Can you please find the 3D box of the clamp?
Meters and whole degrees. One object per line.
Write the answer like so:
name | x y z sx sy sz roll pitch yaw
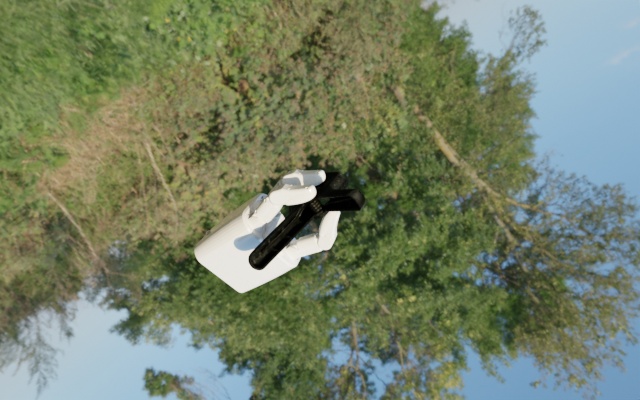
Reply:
clamp | 0.000 0.003 0.636 0.164 0.036 0.210 -29 14 24
